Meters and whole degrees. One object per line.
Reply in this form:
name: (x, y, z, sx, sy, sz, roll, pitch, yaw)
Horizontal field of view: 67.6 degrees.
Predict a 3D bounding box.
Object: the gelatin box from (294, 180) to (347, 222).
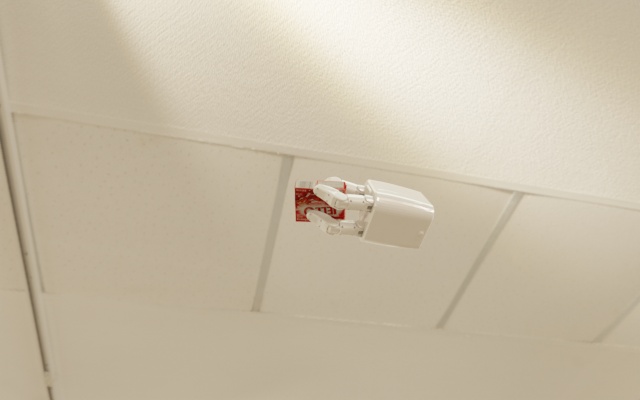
gelatin box: (0.000, 0.002, 0.833, 0.089, 0.073, 0.030, 2, 36, 3)
